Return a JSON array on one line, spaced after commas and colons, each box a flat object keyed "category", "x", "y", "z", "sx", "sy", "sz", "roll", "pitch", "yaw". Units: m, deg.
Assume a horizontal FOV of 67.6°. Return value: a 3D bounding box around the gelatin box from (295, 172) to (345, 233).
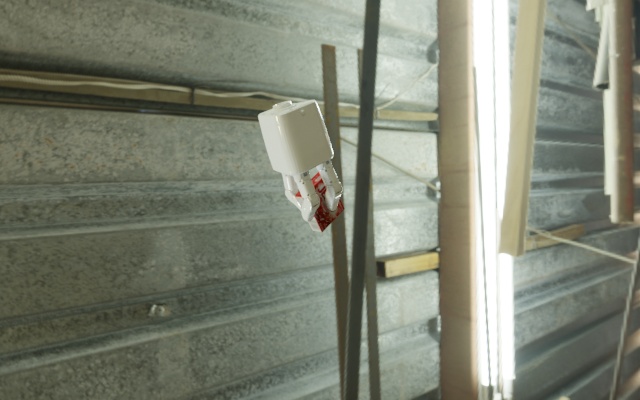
[{"category": "gelatin box", "x": 0.000, "y": 0.003, "z": 0.892, "sx": 0.030, "sy": 0.089, "sz": 0.073, "roll": 8, "pitch": 44, "yaw": 45}]
